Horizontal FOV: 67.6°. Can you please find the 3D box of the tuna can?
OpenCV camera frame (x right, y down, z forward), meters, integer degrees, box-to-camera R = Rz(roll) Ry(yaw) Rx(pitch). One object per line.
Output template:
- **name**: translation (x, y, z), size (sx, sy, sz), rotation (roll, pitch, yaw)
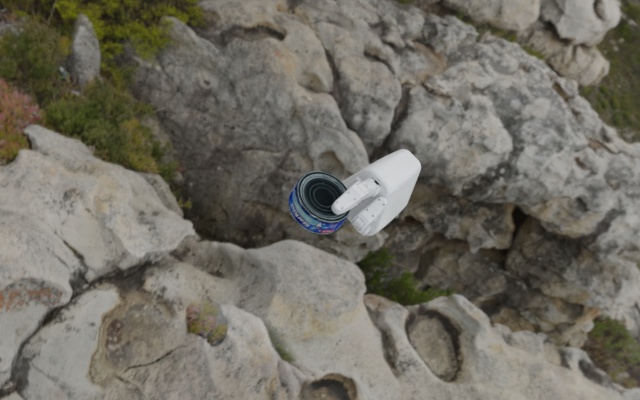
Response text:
- **tuna can**: translation (0.000, 0.002, 0.665), size (0.086, 0.086, 0.034), rotation (0, -31, -28)
